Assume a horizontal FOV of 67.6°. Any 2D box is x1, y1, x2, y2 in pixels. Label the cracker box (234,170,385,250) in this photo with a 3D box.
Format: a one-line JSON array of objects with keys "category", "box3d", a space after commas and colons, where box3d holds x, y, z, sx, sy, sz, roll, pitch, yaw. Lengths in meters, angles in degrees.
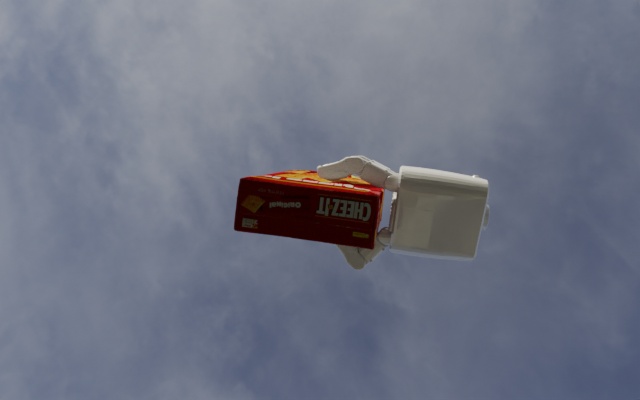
[{"category": "cracker box", "box3d": [0.000, 0.002, 0.636, 0.164, 0.072, 0.213, 7, 6, 9]}]
